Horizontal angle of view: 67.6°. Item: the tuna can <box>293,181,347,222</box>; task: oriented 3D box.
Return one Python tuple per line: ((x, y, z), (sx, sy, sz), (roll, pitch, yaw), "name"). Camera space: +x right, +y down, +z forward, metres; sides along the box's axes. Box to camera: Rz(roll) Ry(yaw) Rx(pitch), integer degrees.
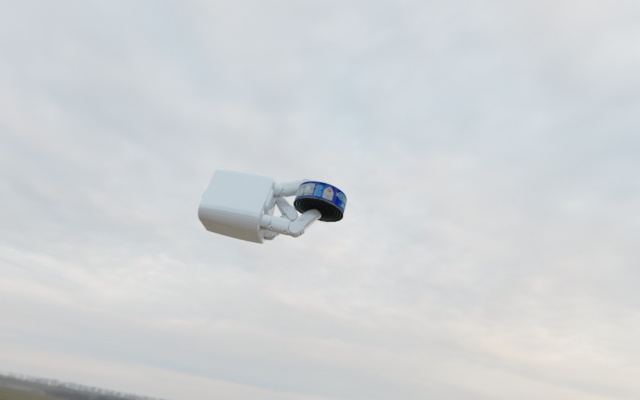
((0.000, 0.002, 0.789), (0.086, 0.033, 0.086), (13, -25, 6), "tuna can")
